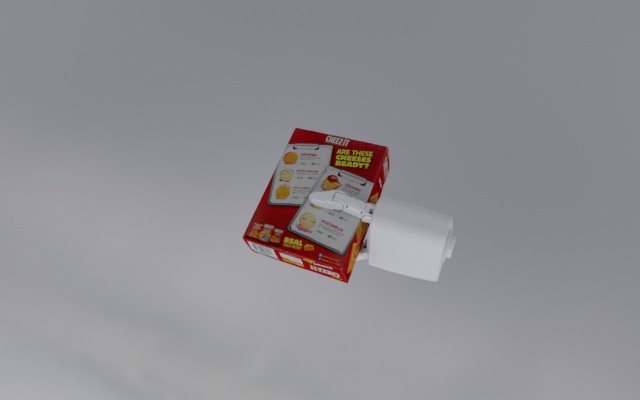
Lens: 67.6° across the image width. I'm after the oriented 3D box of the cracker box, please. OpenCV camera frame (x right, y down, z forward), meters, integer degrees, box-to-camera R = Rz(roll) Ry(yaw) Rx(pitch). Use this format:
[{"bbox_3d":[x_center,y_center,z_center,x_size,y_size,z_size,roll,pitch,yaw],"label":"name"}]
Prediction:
[{"bbox_3d":[0.000,0.003,0.751,0.164,0.213,0.072,15,-25,18],"label":"cracker box"}]
